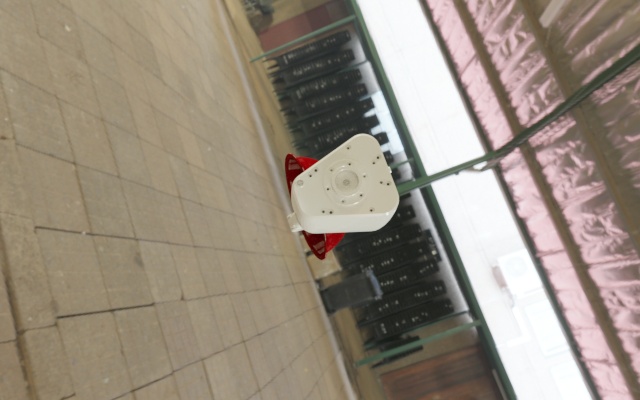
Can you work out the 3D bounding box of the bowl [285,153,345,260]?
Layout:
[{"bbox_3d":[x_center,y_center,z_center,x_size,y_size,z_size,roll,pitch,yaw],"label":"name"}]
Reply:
[{"bbox_3d":[0.000,0.002,0.698,0.055,0.162,0.162,-18,5,-15],"label":"bowl"}]
